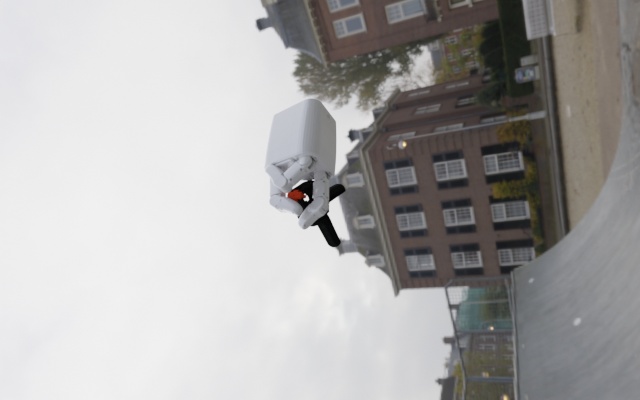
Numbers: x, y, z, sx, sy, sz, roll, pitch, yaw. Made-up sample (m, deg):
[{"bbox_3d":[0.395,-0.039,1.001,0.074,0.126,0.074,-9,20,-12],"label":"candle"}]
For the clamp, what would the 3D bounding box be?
[{"bbox_3d":[-0.001,0.003,0.844,0.039,0.120,0.171,-6,-26,25],"label":"clamp"}]
